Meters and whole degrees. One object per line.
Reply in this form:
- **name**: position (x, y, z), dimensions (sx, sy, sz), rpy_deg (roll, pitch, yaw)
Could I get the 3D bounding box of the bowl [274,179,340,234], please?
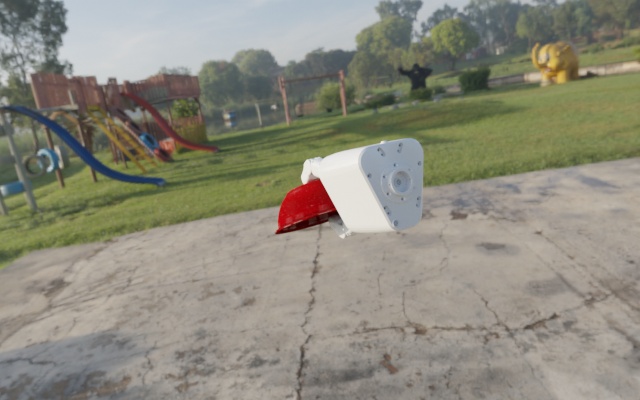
- **bowl**: position (-0.001, 0.002, 0.731), dimensions (0.162, 0.055, 0.162), rpy_deg (-18, -7, -2)
